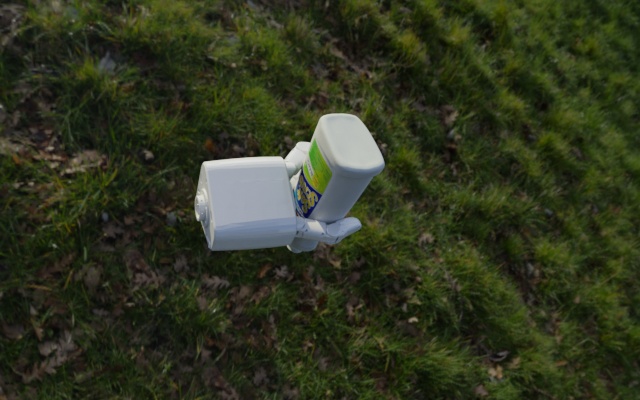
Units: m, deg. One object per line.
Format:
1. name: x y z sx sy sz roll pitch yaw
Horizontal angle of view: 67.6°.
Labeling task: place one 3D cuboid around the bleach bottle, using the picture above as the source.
1. bleach bottle: 0.000 0.002 0.667 0.068 0.102 0.251 -5 -35 -26
